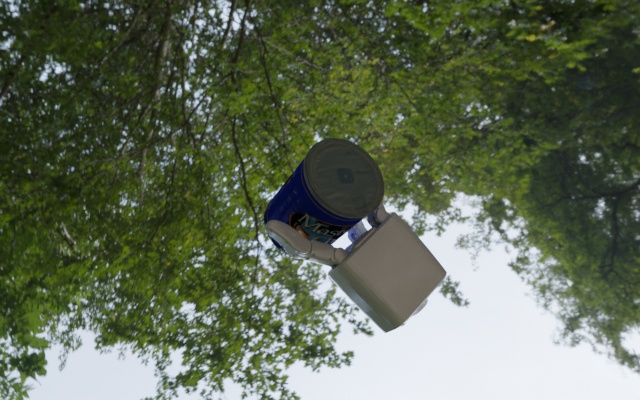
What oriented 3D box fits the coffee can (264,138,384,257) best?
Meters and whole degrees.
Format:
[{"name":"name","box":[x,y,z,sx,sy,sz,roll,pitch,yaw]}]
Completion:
[{"name":"coffee can","box":[0.000,0.002,0.600,0.103,0.102,0.140,0,-26,-28]}]
